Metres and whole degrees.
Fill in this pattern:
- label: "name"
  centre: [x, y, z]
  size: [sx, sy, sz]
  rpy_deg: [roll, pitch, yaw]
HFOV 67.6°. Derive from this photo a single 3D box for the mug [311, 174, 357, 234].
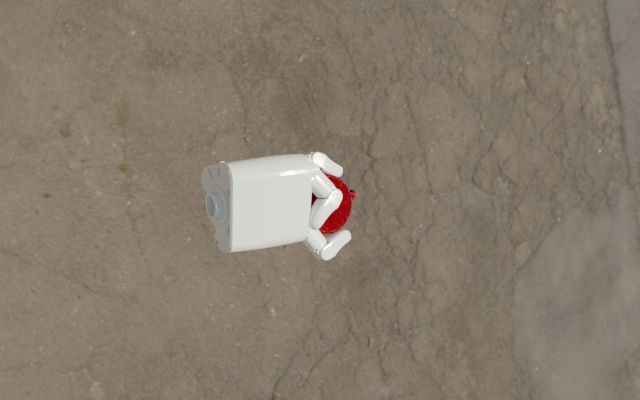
- label: "mug"
  centre: [0.001, 0.002, 0.682]
  size: [0.117, 0.093, 0.081]
  rpy_deg: [-11, 7, -33]
